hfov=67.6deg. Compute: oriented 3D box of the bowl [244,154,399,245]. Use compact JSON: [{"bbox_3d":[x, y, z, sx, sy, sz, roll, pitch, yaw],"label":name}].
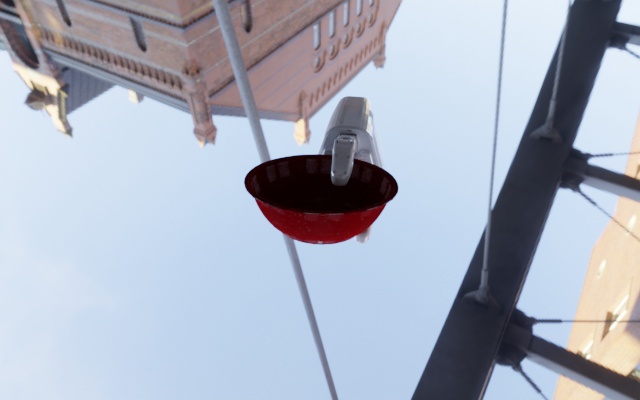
[{"bbox_3d":[0.000,0.003,0.512,0.162,0.055,0.162,2,24,-1],"label":"bowl"}]
